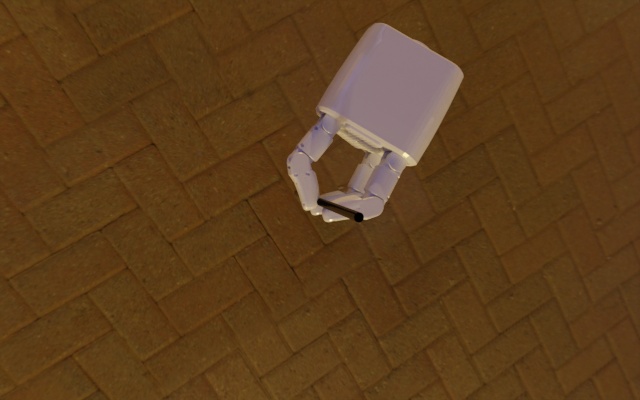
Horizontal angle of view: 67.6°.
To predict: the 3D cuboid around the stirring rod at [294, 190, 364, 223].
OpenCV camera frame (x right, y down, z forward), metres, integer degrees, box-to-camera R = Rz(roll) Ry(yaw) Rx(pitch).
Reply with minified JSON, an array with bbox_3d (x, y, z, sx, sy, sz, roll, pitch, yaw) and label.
[{"bbox_3d":[0.000,0.001,0.482,0.011,0.011,0.239,0,5,-14],"label":"stirring rod"}]
